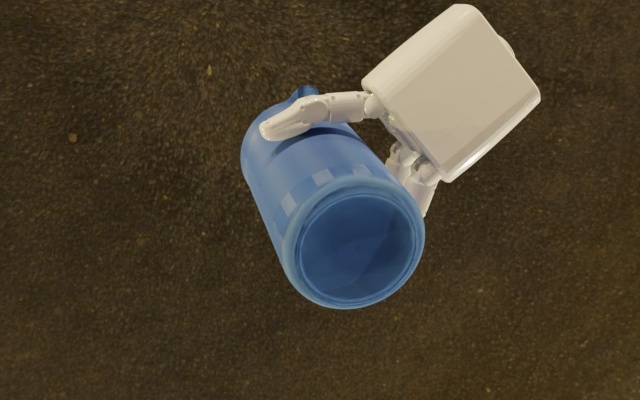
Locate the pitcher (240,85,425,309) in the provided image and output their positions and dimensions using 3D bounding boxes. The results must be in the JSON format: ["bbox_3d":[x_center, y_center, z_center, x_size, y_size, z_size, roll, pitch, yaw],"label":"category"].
[{"bbox_3d":[0.000,0.001,0.447,0.145,0.149,0.242,-40,25,4],"label":"pitcher"}]
